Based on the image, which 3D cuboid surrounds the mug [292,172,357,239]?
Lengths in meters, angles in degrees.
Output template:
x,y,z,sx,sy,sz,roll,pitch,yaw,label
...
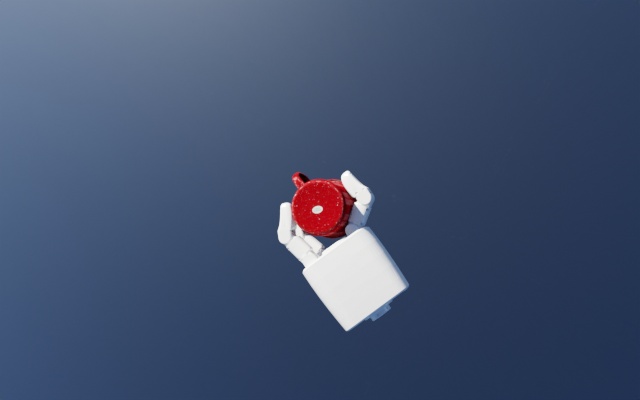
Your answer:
x,y,z,sx,sy,sz,roll,pitch,yaw,label
-0.001,0.001,0.714,0.093,0.117,0.081,-41,-13,12,mug
